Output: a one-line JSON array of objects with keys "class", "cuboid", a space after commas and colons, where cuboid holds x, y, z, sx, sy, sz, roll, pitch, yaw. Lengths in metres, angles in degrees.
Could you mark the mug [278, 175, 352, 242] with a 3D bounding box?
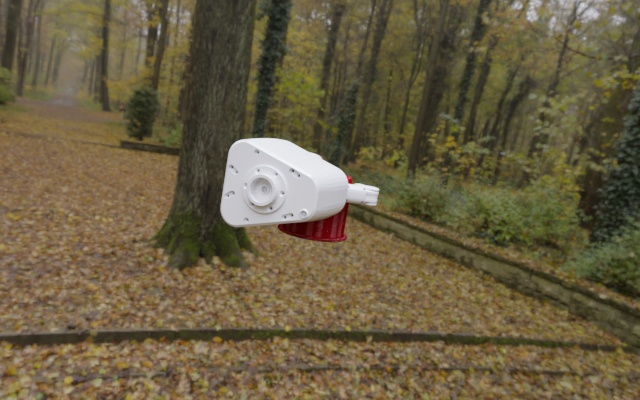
[{"class": "mug", "cuboid": [0.001, 0.002, 0.635, 0.093, 0.081, 0.117, 12, 9, 20]}]
